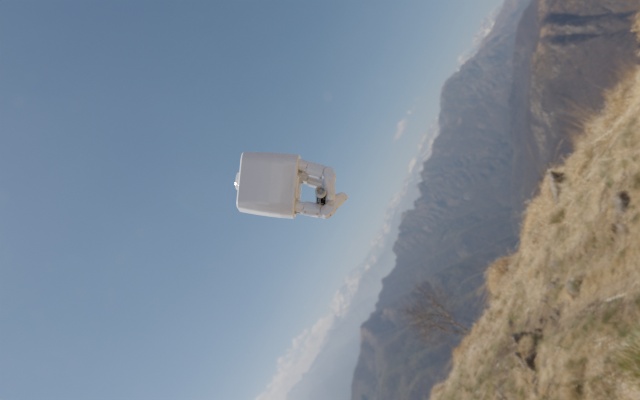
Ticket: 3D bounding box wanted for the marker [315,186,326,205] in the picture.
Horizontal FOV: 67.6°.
[{"bbox_3d":[0.000,0.003,0.877,0.020,0.020,0.121,0,-19,0],"label":"marker"}]
